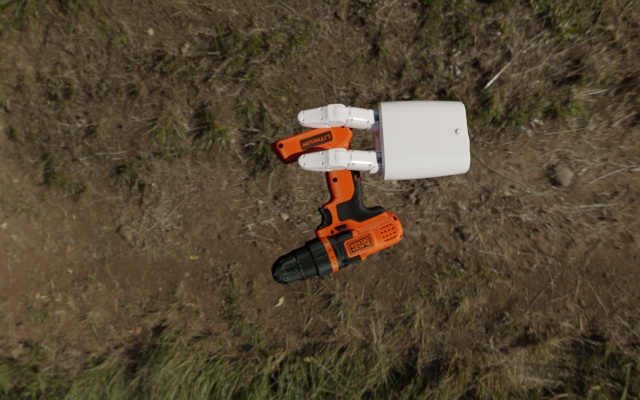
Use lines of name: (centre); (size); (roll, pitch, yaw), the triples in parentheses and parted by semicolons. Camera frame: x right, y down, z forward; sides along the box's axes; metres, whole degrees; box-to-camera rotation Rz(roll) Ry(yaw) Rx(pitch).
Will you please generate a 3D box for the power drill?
power drill: (0.000, 0.002, 0.626); (0.184, 0.188, 0.057); (-21, 10, -12)
